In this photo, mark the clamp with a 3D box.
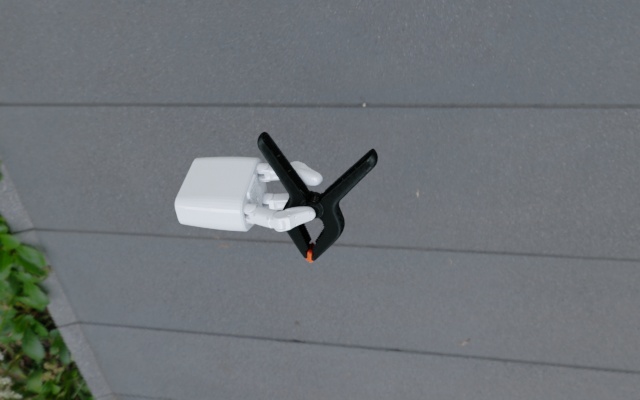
[{"bbox_3d":[0.000,0.003,0.685,0.164,0.210,0.036,5,34,14],"label":"clamp"}]
